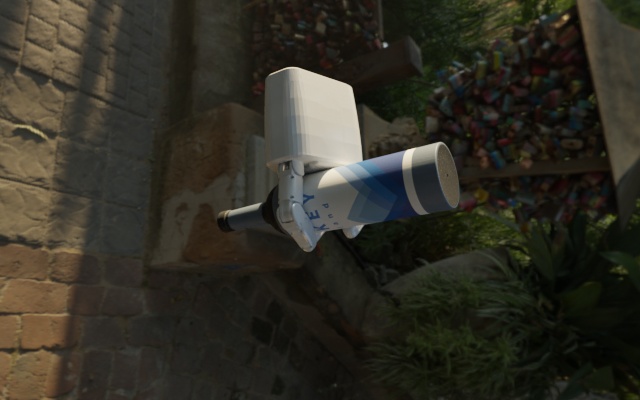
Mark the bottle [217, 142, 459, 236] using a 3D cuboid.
[{"bbox_3d":[0.000,0.002,0.537,0.296,0.069,0.069,-12,-6,31],"label":"bottle"}]
